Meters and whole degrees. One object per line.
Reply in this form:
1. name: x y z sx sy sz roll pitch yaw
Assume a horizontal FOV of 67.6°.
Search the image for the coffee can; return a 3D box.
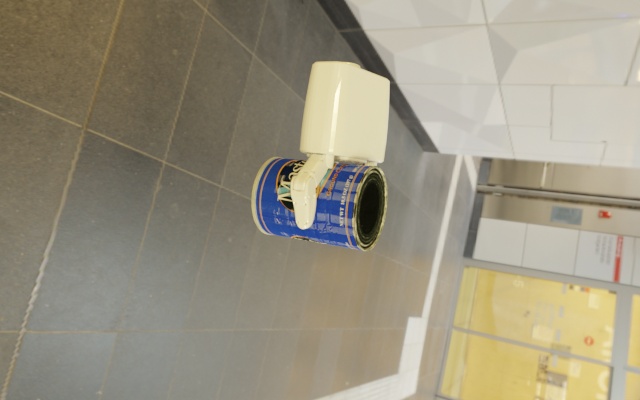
1. coffee can: 0.000 0.002 0.596 0.140 0.103 0.103 8 3 27
